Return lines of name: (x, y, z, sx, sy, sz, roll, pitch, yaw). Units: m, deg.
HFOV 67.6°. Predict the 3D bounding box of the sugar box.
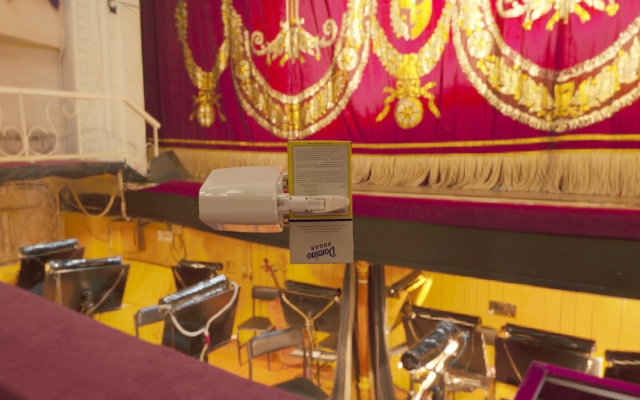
sugar box: (0.000, 0.002, 0.693, 0.093, 0.176, 0.048, 0, 6, 0)
